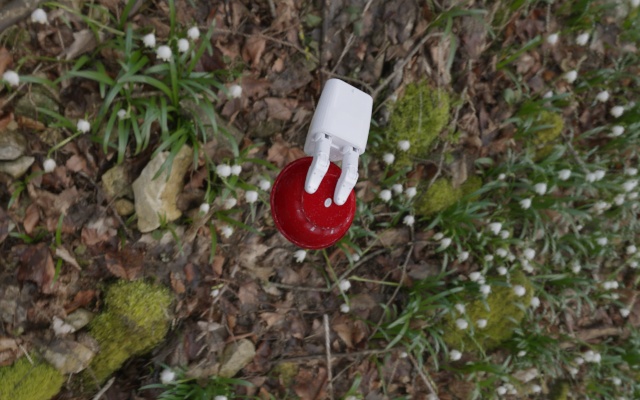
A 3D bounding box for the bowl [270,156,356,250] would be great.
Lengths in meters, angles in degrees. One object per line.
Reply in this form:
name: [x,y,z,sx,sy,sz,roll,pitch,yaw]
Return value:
bowl: [0.000,0.004,0.799,0.162,0.162,0.055,0,-3,-25]
